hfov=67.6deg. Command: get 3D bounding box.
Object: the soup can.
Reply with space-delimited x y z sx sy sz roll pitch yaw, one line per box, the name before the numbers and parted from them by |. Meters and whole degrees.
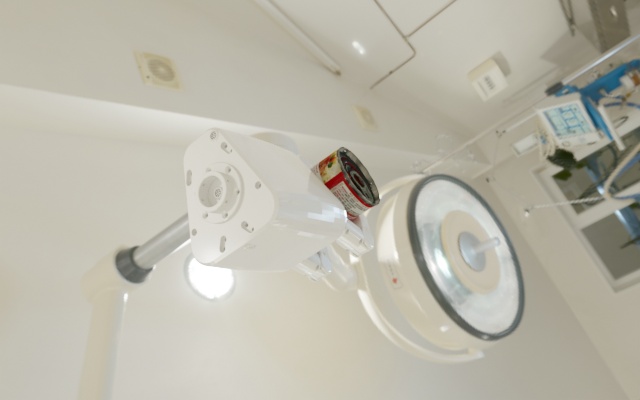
soup can | 0.000 0.002 0.489 0.102 0.068 0.068 -34 -14 22
